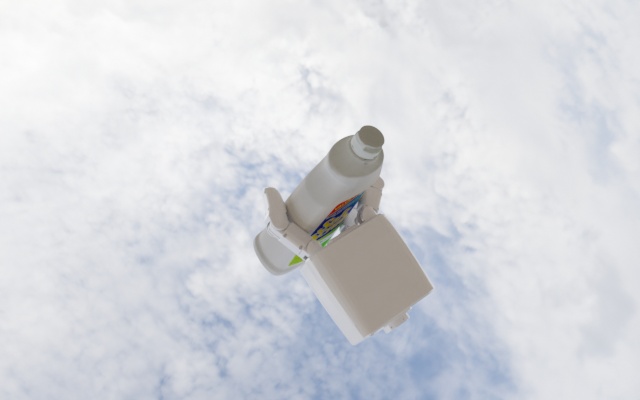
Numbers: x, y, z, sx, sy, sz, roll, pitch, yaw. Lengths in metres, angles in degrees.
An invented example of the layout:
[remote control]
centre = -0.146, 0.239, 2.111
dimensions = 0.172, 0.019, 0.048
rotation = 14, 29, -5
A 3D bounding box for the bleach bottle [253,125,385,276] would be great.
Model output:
[bleach bottle]
centre = 0.000, 0.002, 0.563
dimensions = 0.102, 0.068, 0.251
rotation = -25, -17, -33
